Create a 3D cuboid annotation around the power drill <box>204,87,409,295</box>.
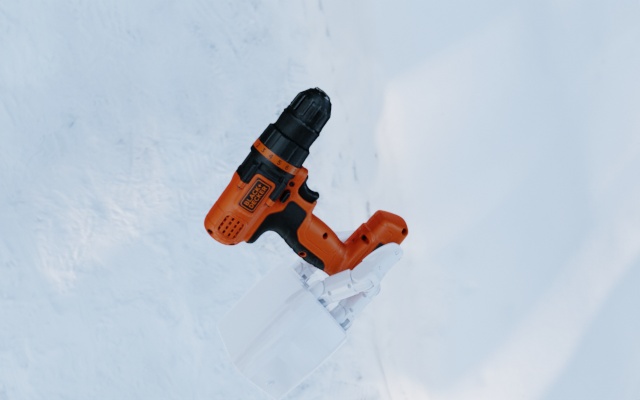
[{"bbox_3d":[0.000,0.002,0.502,0.188,0.184,0.057,35,12,-19],"label":"power drill"}]
